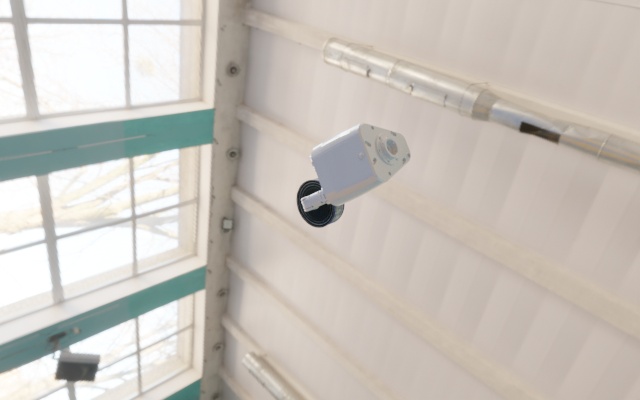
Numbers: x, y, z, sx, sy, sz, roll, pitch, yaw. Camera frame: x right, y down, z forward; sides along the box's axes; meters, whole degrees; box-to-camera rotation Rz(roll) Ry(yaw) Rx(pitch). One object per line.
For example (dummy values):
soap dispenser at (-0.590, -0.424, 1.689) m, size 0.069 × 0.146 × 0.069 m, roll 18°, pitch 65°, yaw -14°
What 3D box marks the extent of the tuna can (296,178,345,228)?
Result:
tuna can at (0.000, 0.003, 0.839) m, size 0.086 × 0.086 × 0.033 m, roll 0°, pitch 13°, yaw 41°
